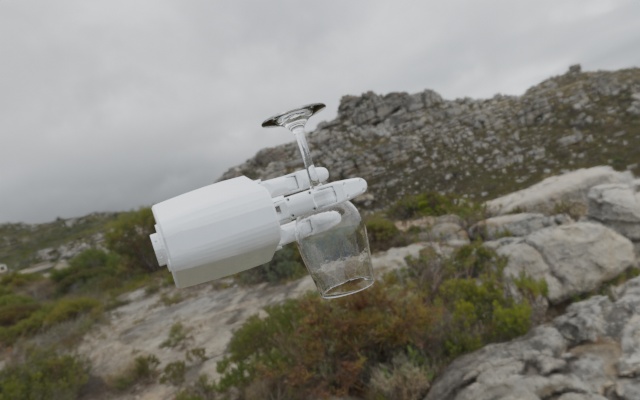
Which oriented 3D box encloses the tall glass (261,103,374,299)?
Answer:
[{"bbox_3d":[0.000,0.001,0.522,0.079,0.201,0.079,-18,0,0],"label":"tall glass"}]
